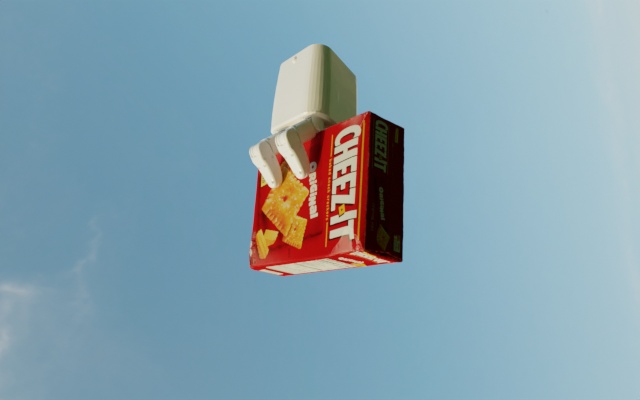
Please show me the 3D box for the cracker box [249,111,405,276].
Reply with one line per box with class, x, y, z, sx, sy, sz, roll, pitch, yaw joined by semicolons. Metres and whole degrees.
cracker box;0.000;0.002;0.597;0.072;0.164;0.214;18;-22;-38
